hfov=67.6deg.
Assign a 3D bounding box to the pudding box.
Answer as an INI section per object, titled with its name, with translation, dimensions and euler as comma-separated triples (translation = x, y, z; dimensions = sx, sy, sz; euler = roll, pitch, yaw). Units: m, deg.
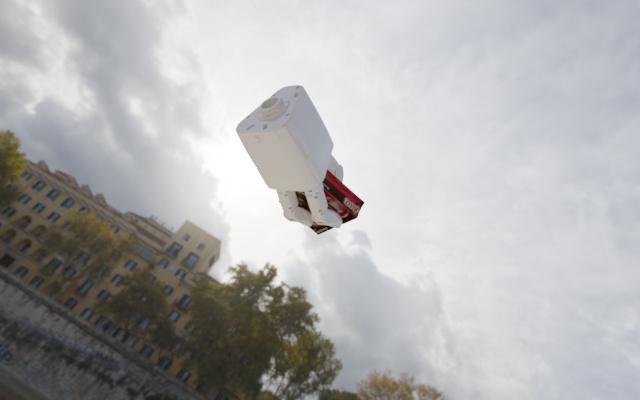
[pudding box]
translation = 0.000, 0.002, 0.745
dimensions = 0.090, 0.039, 0.113
euler = 41, -32, -15
